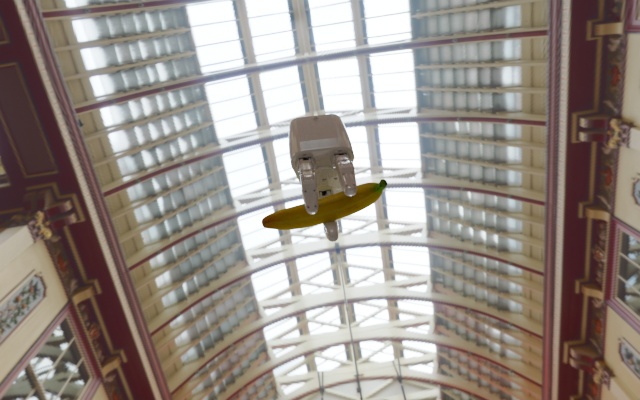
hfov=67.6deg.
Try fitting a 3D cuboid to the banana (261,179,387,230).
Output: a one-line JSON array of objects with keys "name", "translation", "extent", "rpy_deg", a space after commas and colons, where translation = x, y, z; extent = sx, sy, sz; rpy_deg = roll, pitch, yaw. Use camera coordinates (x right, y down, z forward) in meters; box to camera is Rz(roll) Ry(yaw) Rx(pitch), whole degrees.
[{"name": "banana", "translation": [0.010, 0.008, 0.713], "extent": [0.198, 0.037, 0.070], "rpy_deg": [-20, -27, 15]}]
